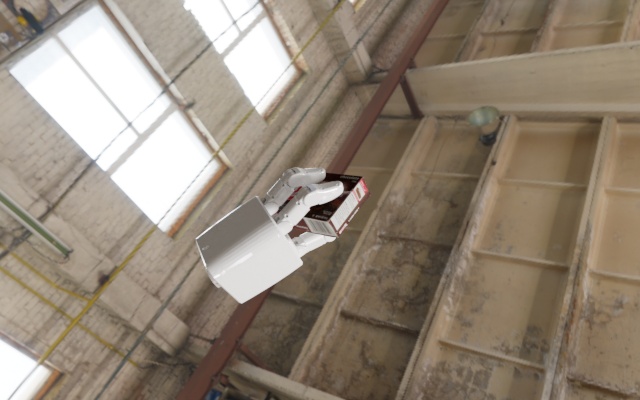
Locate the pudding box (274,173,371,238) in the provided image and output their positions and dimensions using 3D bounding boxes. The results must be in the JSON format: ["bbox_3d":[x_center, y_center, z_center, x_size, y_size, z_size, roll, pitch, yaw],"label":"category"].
[{"bbox_3d":[0.000,0.002,0.672,0.113,0.039,0.090,11,51,40],"label":"pudding box"}]
